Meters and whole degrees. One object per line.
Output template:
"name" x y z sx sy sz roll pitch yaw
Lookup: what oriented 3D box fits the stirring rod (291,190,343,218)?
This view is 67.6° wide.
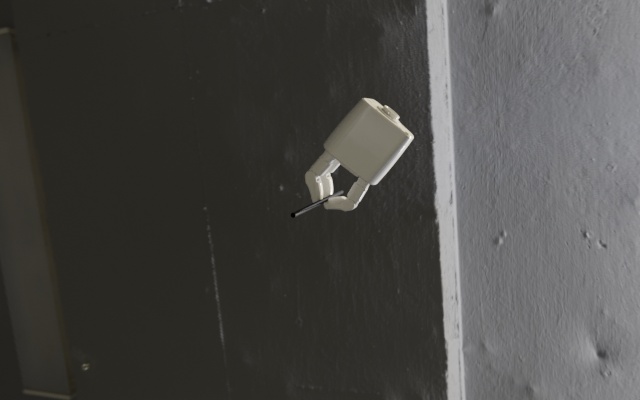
"stirring rod" 0.000 0.003 0.827 0.011 0.011 0.239 0 9 20
